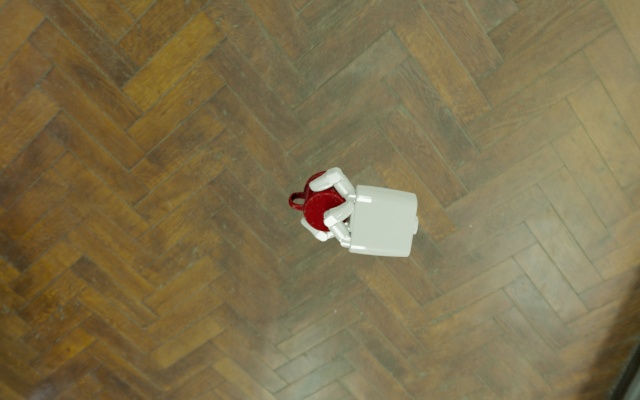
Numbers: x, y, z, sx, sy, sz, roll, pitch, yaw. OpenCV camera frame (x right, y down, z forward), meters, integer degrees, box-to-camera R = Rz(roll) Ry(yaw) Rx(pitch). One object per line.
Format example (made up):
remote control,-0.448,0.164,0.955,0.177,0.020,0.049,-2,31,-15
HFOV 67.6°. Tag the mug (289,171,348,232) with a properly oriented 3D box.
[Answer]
mug,-0.001,0.003,0.867,0.117,0.093,0.081,6,27,1
